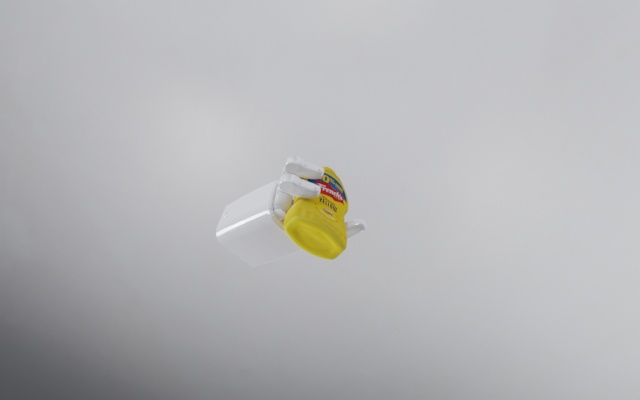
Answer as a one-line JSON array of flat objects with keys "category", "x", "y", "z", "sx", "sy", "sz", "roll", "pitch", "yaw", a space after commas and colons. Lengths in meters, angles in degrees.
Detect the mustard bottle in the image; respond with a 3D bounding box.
[{"category": "mustard bottle", "x": 0.000, "y": 0.002, "z": 0.753, "sx": 0.096, "sy": 0.058, "sz": 0.191, "roll": 33, "pitch": 31, "yaw": -16}]
